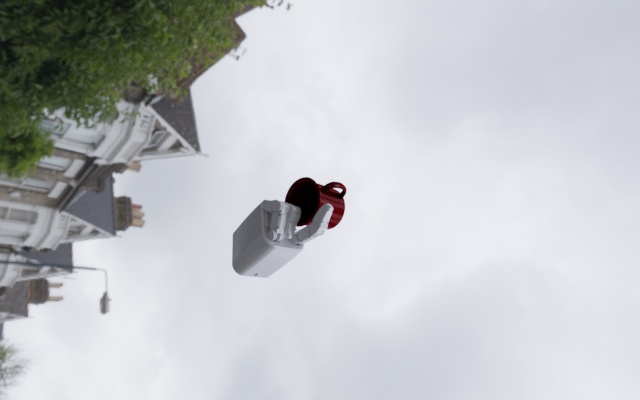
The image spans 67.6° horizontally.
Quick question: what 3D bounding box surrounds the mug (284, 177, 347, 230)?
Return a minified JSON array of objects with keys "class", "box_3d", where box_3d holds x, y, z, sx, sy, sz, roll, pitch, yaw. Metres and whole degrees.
[{"class":"mug","box_3d":[0.001,0.002,0.891,0.081,0.093,0.117,16,-48,-45]}]
